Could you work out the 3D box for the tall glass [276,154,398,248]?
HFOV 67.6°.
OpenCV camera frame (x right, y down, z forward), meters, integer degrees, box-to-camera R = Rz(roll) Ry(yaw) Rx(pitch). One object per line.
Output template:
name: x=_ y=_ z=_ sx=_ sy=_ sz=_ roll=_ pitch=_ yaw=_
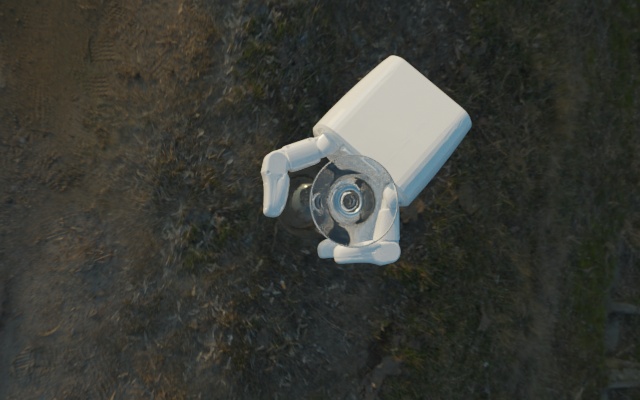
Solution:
tall glass: x=0.000 y=0.002 z=0.470 sx=0.079 sy=0.079 sz=0.201 roll=0 pitch=-1 yaw=-16
